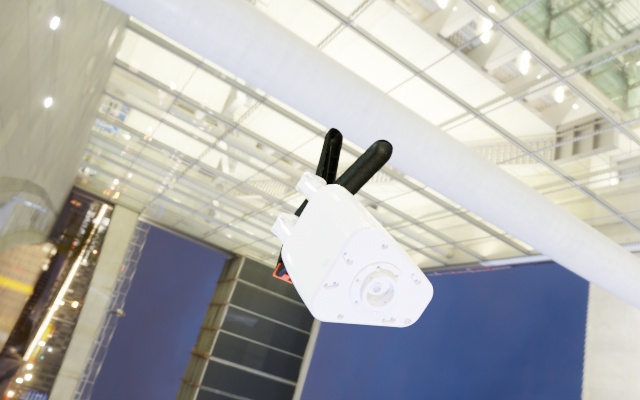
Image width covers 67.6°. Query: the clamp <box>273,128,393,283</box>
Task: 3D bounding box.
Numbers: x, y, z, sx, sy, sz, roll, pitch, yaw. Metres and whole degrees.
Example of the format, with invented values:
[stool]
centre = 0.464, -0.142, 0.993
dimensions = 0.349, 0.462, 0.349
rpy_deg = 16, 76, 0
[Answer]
[clamp]
centre = 0.001, 0.003, 0.594
dimensions = 0.036, 0.210, 0.164
rpy_deg = 27, 10, -22
